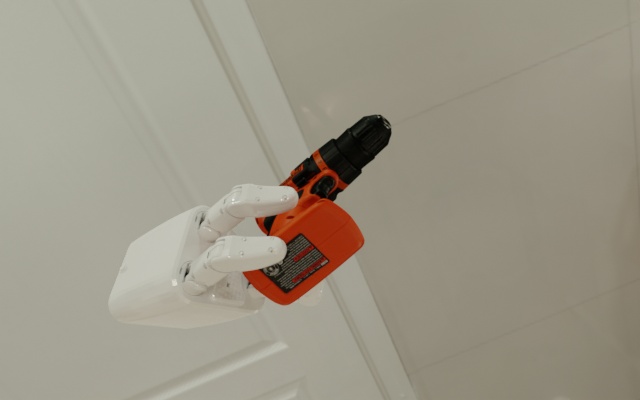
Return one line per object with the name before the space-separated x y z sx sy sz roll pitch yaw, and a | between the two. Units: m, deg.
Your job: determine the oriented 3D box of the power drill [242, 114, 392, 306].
power drill | 0.000 0.002 0.459 0.184 0.057 0.187 -42 14 18
